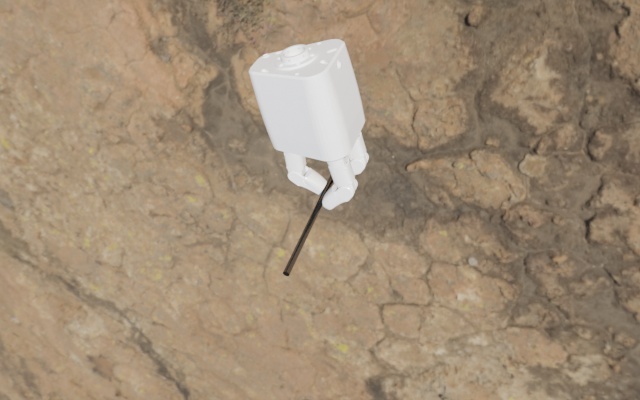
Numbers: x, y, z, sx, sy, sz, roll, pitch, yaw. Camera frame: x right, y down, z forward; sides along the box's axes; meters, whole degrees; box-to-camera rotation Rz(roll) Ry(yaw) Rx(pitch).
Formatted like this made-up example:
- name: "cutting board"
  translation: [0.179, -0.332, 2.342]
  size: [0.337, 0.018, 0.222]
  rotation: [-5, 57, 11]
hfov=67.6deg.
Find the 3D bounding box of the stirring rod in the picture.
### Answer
- name: "stirring rod"
  translation: [0.000, 0.002, 0.616]
  size: [0.011, 0.011, 0.239]
  rotation: [0, 42, 26]
